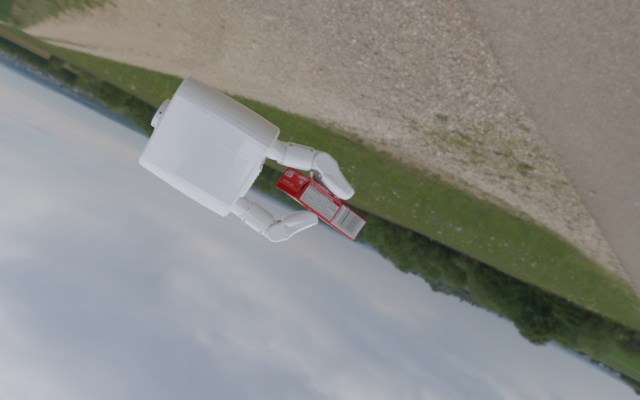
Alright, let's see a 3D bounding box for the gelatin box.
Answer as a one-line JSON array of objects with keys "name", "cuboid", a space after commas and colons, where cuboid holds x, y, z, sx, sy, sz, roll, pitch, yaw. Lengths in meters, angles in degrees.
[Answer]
[{"name": "gelatin box", "cuboid": [0.000, 0.002, 0.542, 0.089, 0.030, 0.073, 37, -2, -25]}]
